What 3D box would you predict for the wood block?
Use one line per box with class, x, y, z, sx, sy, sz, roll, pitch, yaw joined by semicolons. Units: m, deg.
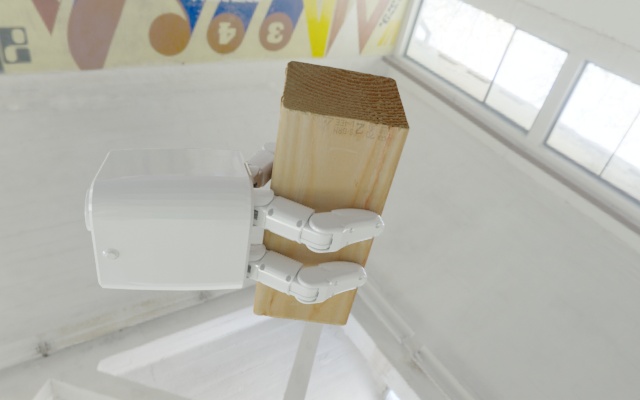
wood block;0.000;0.001;0.409;0.090;0.206;0.090;8;36;-6
